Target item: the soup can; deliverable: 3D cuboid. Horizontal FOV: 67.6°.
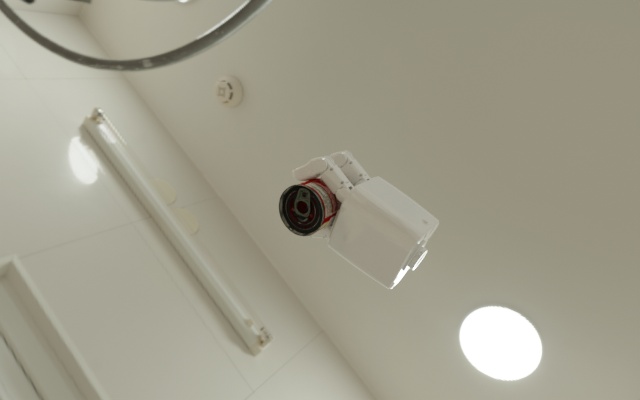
[{"bbox_3d":[0.000,0.002,0.649,0.068,0.068,0.102,0,13,31],"label":"soup can"}]
